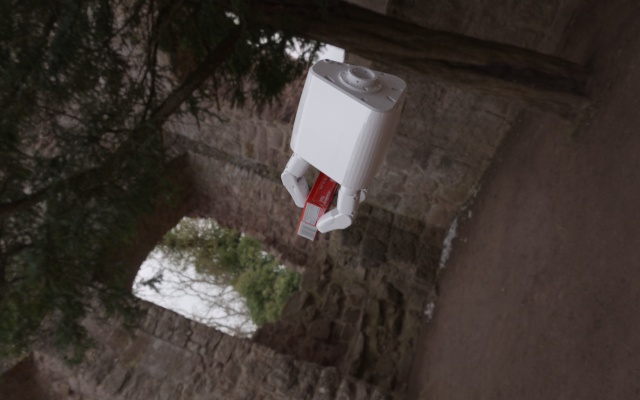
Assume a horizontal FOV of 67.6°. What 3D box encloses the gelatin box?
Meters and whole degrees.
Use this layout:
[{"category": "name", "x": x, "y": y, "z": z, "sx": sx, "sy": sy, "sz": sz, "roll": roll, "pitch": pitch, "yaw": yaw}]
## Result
[{"category": "gelatin box", "x": 0.000, "y": 0.002, "z": 0.652, "sx": 0.030, "sy": 0.073, "sz": 0.089, "roll": 24, "pitch": -36, "yaw": 4}]
